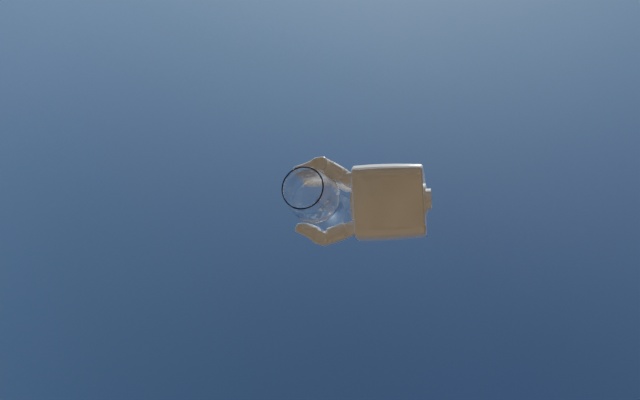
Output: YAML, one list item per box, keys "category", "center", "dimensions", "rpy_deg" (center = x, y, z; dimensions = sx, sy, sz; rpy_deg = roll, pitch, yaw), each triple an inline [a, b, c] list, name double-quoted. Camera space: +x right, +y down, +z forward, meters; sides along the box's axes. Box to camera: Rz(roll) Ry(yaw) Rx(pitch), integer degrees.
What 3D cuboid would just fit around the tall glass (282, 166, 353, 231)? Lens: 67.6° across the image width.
- category: "tall glass"
  center: [0.000, 0.003, 0.754]
  dimensions: [0.079, 0.079, 0.201]
  rpy_deg: [0, -12, 15]
